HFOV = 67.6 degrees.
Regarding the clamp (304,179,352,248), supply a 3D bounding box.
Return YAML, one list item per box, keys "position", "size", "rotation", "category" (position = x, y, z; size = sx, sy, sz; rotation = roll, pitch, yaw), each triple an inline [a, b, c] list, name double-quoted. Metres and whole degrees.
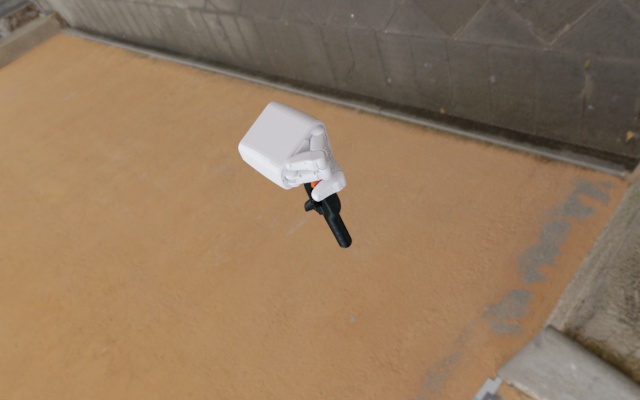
- position: [0.000, 0.003, 0.818]
  size: [0.039, 0.172, 0.120]
  rotation: [-41, 54, -21]
  category: "clamp"
